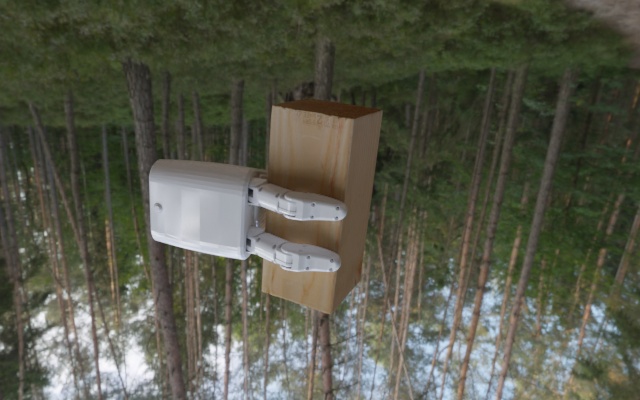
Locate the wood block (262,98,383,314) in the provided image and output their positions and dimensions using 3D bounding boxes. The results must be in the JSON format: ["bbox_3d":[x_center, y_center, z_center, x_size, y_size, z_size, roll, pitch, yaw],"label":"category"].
[{"bbox_3d":[0.000,0.002,0.518,0.090,0.206,0.091,13,21,21],"label":"wood block"}]
